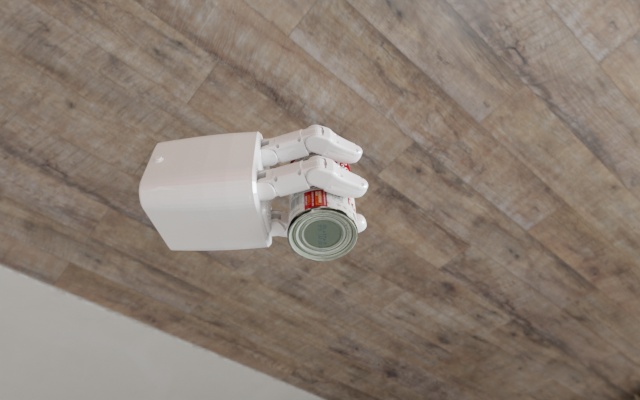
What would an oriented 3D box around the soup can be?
[{"bbox_3d":[0.001,0.002,0.477,0.068,0.069,0.102,0,39,-3],"label":"soup can"}]
